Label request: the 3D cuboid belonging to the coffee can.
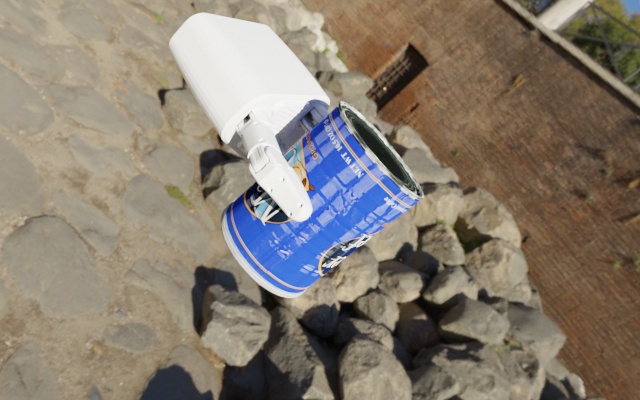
[{"bbox_3d":[0.000,0.002,0.407,0.140,0.102,0.103,-40,-15,18],"label":"coffee can"}]
